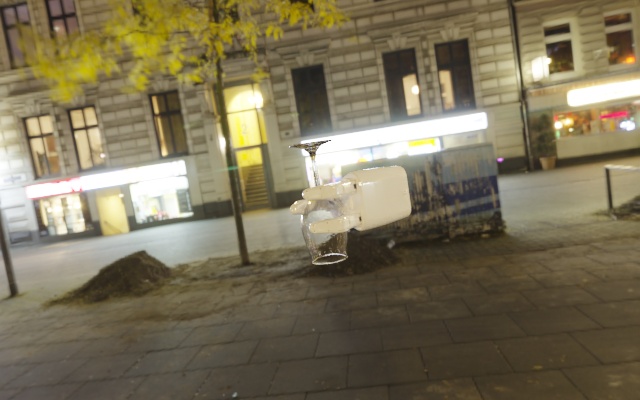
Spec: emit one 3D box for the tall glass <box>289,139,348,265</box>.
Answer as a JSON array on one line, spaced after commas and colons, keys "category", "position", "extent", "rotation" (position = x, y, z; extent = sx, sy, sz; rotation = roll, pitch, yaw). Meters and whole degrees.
[{"category": "tall glass", "position": [0.000, 0.002, 0.798], "extent": [0.079, 0.201, 0.079], "rotation": [-9, 5, 1]}]
